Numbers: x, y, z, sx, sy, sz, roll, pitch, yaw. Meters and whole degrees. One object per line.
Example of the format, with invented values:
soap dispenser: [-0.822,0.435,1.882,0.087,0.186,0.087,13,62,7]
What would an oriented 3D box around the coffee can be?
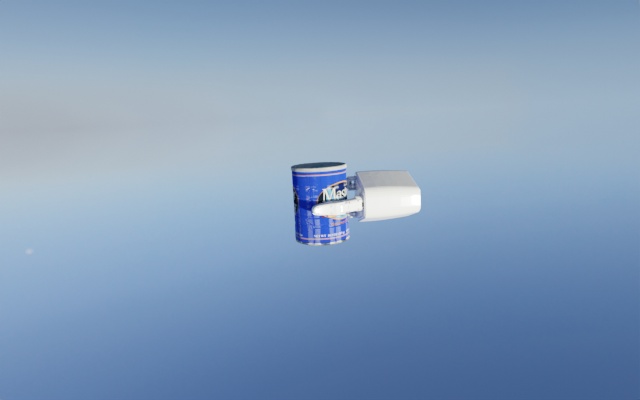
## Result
coffee can: [0.000,0.003,0.892,0.103,0.140,0.103,-3,10,1]
